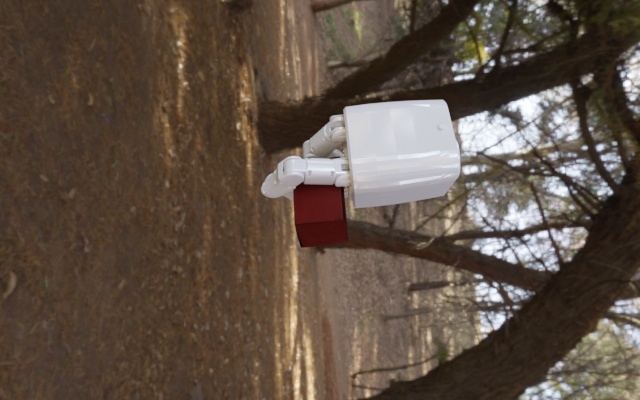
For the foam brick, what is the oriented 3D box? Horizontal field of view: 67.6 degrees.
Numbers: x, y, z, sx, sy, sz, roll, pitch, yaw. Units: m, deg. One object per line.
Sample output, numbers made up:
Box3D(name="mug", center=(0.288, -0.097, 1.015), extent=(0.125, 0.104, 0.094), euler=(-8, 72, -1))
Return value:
Box3D(name="foam brick", center=(0.000, 0.002, 0.497), extent=(0.051, 0.078, 0.053), euler=(-5, -30, 3))
